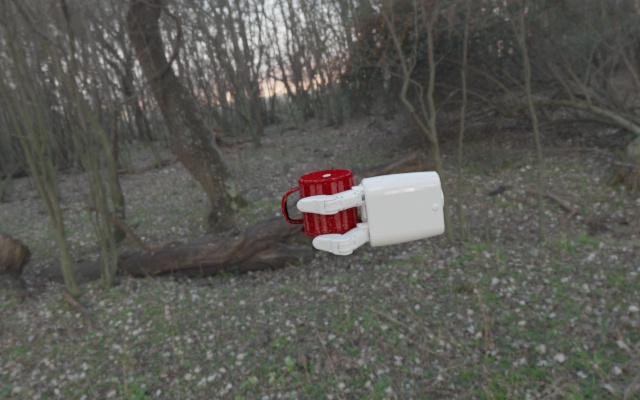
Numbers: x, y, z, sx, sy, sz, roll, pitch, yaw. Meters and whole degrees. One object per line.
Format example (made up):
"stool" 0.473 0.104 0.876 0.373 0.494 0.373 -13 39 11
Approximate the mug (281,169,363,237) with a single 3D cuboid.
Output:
"mug" -0.001 0.002 0.707 0.117 0.081 0.093 -8 13 0
